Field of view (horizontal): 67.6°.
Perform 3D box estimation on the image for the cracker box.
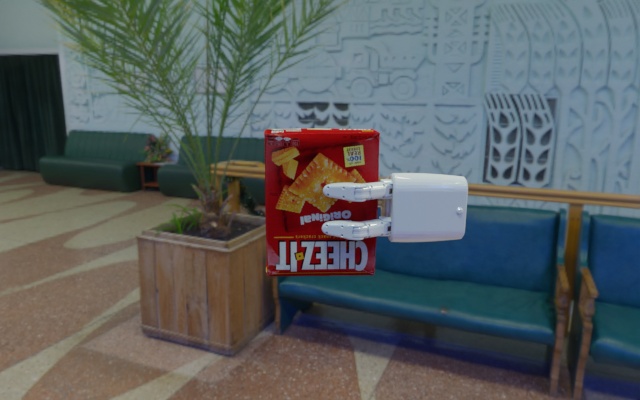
[{"bbox_3d":[0.000,0.002,0.706,0.164,0.214,0.072,0,12,-3],"label":"cracker box"}]
